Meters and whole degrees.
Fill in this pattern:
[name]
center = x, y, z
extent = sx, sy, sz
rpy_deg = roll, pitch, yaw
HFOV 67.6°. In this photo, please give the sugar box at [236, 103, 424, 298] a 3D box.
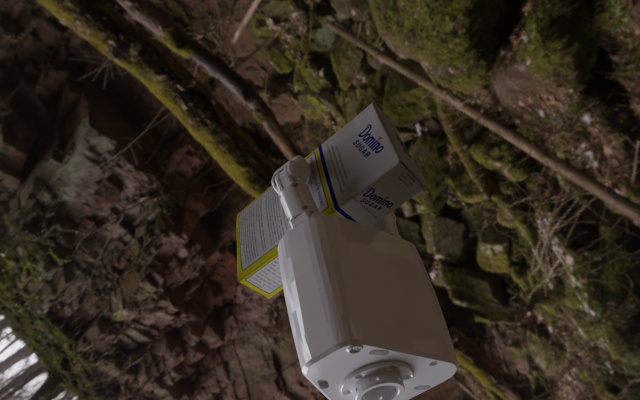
[sugar box]
center = 0.000, 0.002, 0.426
extent = 0.176, 0.093, 0.048
rpy_deg = -35, -52, 19
